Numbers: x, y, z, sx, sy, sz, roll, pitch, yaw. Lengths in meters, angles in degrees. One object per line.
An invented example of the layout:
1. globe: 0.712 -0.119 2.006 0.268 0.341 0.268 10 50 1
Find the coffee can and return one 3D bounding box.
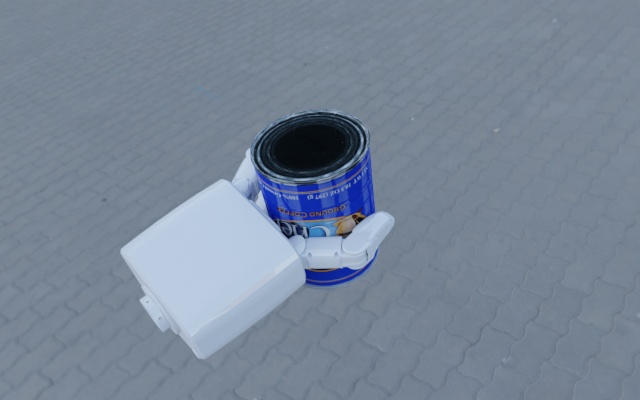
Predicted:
1. coffee can: 0.000 0.002 0.448 0.103 0.140 0.102 -6 43 5
